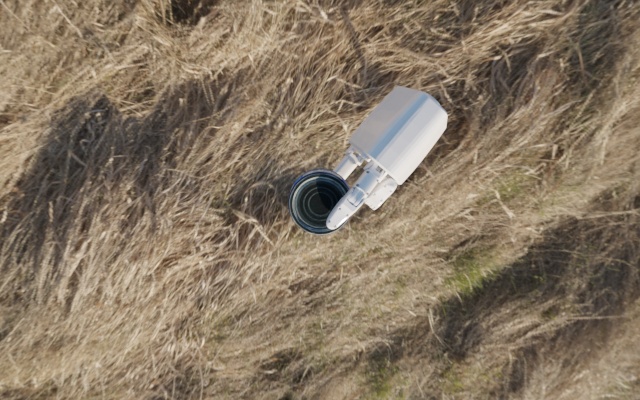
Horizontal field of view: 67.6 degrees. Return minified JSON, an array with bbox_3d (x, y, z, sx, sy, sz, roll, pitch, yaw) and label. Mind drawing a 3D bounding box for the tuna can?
[{"bbox_3d":[0.000,0.002,0.634,0.086,0.086,0.033,0,12,0],"label":"tuna can"}]
